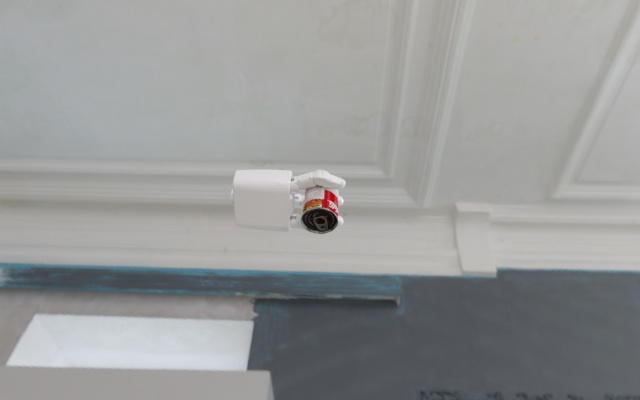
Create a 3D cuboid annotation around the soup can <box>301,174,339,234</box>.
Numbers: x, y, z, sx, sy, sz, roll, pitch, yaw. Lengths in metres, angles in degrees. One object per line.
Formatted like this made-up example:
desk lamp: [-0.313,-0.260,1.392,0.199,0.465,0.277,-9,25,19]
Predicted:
soup can: [0.001,0.003,0.895,0.068,0.069,0.102,0,44,3]
